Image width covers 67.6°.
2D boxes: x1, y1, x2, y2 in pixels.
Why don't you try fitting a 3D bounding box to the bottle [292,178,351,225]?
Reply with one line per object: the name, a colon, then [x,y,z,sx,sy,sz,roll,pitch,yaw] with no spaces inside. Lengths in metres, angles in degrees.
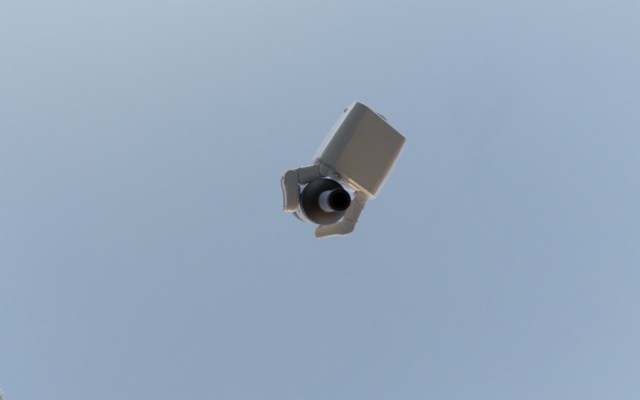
bottle: [0.000,0.002,0.704,0.069,0.069,0.296,0,-1,-9]
